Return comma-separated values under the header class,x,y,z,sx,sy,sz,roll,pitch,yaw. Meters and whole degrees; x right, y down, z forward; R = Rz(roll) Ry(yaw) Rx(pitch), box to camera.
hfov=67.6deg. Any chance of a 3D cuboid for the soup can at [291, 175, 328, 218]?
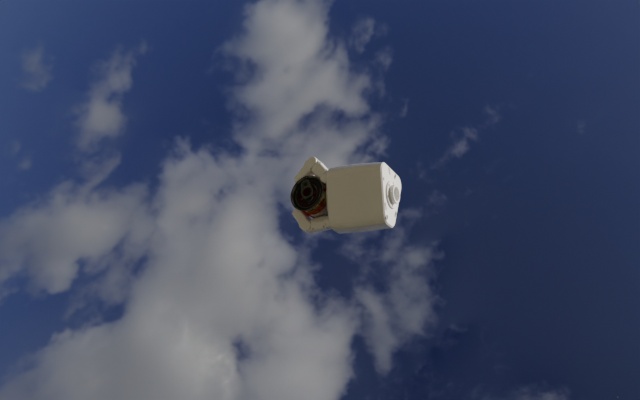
class,x,y,z,sx,sy,sz,roll,pitch,yaw
soup can,0.000,0.003,0.891,0.068,0.068,0.102,0,-19,32
